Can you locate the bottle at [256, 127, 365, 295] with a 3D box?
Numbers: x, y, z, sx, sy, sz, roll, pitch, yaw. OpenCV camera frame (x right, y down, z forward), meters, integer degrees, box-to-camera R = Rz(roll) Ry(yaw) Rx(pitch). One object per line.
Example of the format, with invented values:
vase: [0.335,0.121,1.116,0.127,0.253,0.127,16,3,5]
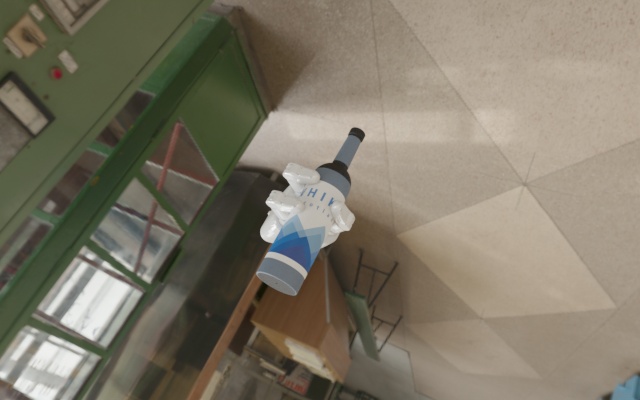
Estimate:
bottle: [0.000,0.003,0.748,0.069,0.295,0.069,23,-25,11]
